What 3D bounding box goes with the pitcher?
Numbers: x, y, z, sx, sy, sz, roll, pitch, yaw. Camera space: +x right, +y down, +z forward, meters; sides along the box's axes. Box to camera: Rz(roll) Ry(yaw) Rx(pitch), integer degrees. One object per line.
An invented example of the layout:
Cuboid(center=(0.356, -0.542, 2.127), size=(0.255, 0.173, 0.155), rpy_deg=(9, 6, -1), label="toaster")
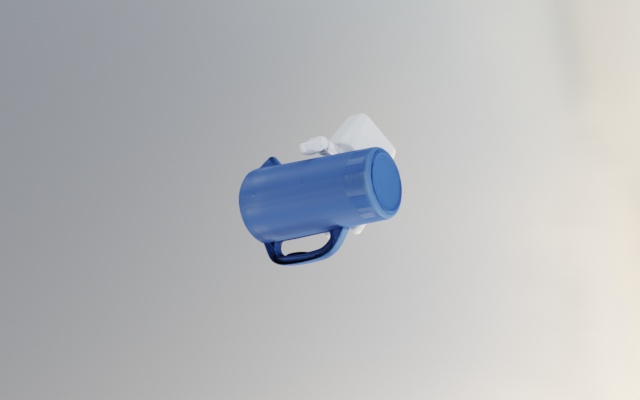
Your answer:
Cuboid(center=(0.000, 0.002, 0.754), size=(0.243, 0.149, 0.145), rpy_deg=(-11, 29, 35), label="pitcher")
